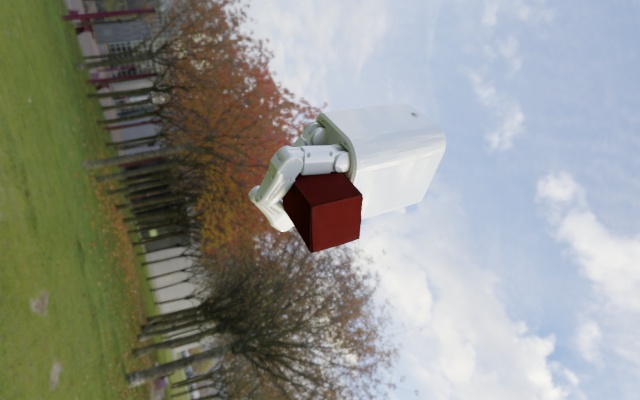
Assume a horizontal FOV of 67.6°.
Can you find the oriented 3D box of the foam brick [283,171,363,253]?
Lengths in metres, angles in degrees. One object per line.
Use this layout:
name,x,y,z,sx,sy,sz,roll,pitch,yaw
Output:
foam brick,0.000,0.002,0.451,0.051,0.053,0.078,-12,37,-19
